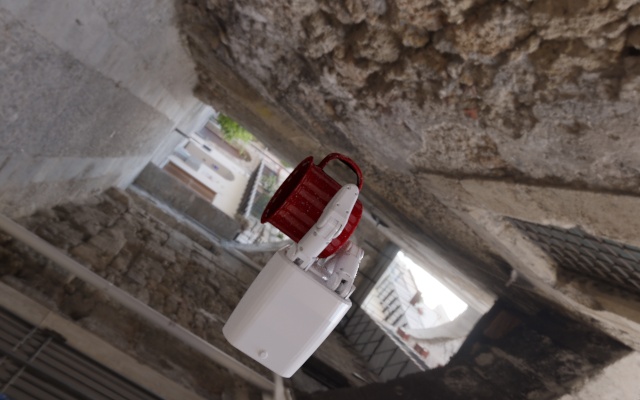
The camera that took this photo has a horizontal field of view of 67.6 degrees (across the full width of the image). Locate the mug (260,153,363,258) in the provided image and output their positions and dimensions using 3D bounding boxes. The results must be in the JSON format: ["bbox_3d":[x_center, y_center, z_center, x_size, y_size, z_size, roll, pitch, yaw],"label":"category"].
[{"bbox_3d":[0.001,0.001,0.534,0.081,0.117,0.093,38,3,-14],"label":"mug"}]
